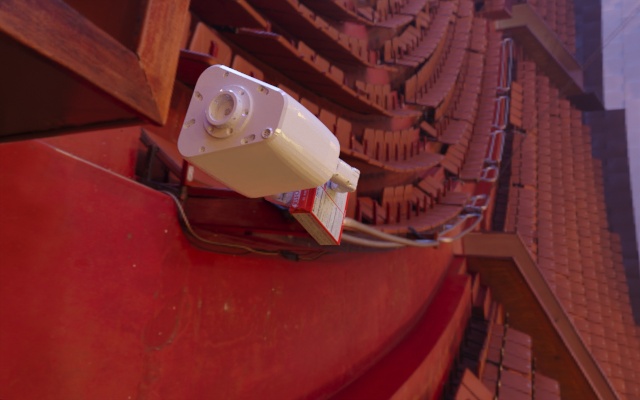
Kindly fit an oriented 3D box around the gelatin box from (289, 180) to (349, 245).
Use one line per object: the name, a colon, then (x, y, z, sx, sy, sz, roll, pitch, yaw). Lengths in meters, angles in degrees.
gelatin box: (0.001, 0.002, 0.560, 0.030, 0.073, 0.089, -3, -30, 27)
